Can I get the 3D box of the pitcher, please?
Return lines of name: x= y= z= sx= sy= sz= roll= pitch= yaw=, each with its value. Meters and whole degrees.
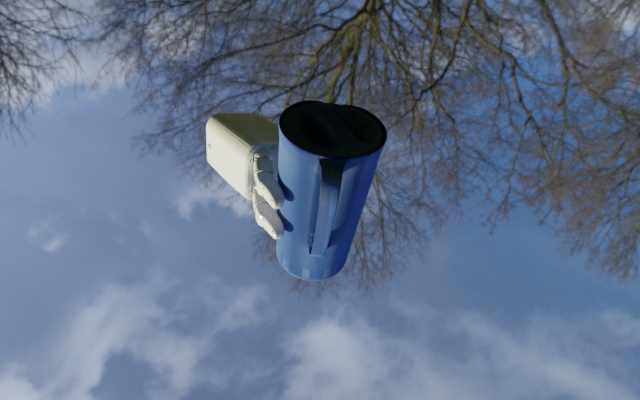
pitcher: x=0.000 y=0.002 z=0.646 sx=0.145 sy=0.243 sz=0.149 roll=37 pitch=47 yaw=29
